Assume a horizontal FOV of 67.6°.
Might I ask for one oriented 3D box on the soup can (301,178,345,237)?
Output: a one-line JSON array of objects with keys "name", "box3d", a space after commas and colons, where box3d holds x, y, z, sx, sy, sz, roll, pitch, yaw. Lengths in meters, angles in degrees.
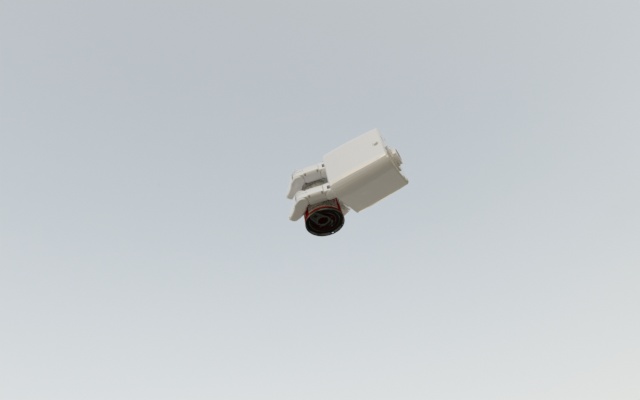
[{"name": "soup can", "box3d": [0.000, 0.003, 0.835, 0.068, 0.069, 0.102, 0, 44, -12]}]
